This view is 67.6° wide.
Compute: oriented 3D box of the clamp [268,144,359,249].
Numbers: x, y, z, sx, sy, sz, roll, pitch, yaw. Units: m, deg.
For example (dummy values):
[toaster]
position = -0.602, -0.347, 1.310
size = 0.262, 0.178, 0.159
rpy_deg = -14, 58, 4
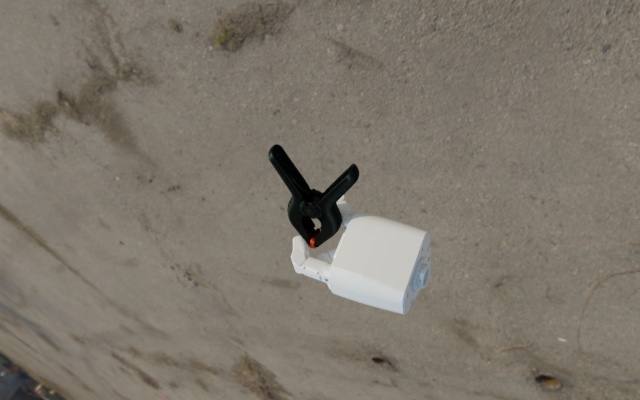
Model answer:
[clamp]
position = 0.000, 0.003, 0.642
size = 0.120, 0.172, 0.039
rpy_deg = 14, 50, 26
